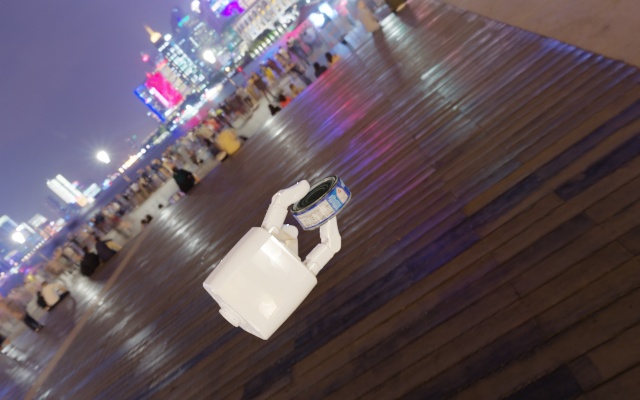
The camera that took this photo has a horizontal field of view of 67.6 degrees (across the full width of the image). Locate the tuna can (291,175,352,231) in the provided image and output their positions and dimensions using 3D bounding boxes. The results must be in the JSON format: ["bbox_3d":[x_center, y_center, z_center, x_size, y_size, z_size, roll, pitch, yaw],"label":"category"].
[{"bbox_3d":[0.000,0.002,0.678,0.086,0.034,0.086,-34,16,12],"label":"tuna can"}]
